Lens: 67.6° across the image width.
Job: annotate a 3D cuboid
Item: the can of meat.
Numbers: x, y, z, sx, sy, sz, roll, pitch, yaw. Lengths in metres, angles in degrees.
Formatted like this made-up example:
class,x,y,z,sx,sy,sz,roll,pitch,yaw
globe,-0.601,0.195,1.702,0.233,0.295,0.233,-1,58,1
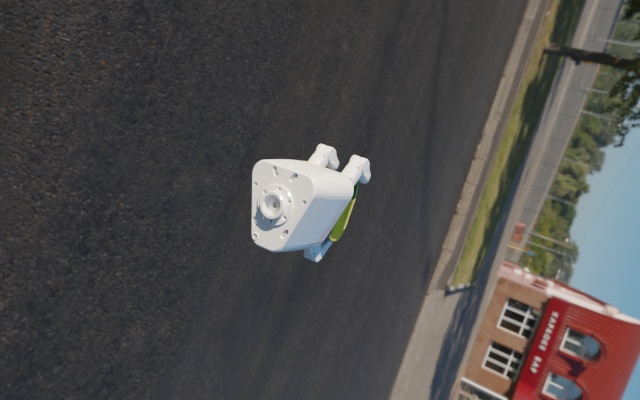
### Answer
class,x,y,z,sx,sy,sz,roll,pitch,yaw
can of meat,0.000,0.003,0.707,0.084,0.102,0.057,21,6,25
